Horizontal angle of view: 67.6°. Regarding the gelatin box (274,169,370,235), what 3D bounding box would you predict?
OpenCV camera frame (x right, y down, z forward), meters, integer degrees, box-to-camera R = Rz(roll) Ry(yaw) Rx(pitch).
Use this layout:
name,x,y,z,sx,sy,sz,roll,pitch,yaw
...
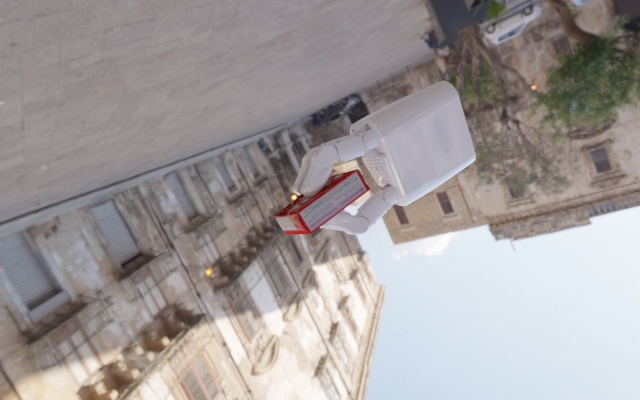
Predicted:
name,x,y,z,sx,sy,sz,roll,pitch,yaw
gelatin box,0.000,0.002,0.530,0.089,0.030,0.073,-37,11,-22
